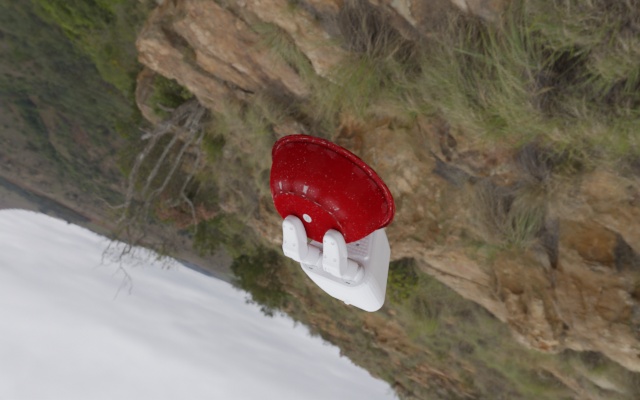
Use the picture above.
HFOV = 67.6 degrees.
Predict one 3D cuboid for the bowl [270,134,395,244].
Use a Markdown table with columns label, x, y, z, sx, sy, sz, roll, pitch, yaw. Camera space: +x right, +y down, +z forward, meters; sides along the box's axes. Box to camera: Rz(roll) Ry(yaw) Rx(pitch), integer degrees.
| label | x | y | z | sx | sy | sz | roll | pitch | yaw |
| --- | --- | --- | --- | --- | --- | --- | --- | --- | --- |
| bowl | -0.001 | 0.001 | 0.540 | 0.162 | 0.055 | 0.162 | 26 | -28 | 15 |
